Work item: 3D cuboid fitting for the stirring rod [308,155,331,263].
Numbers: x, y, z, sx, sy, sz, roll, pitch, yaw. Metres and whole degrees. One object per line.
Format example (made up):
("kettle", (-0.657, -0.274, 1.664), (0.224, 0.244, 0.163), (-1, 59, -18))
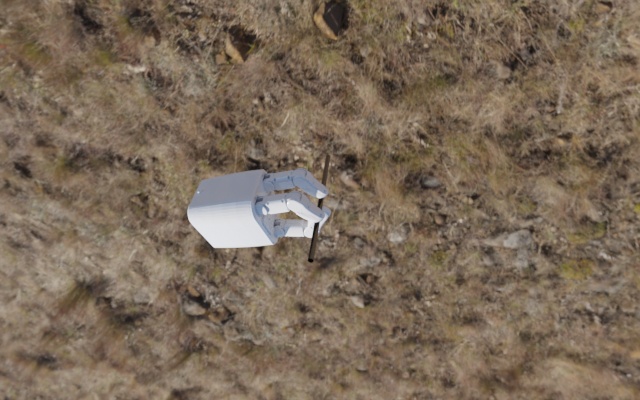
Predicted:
("stirring rod", (0.000, 0.002, 0.724), (0.011, 0.011, 0.239), (0, 40, 8))
